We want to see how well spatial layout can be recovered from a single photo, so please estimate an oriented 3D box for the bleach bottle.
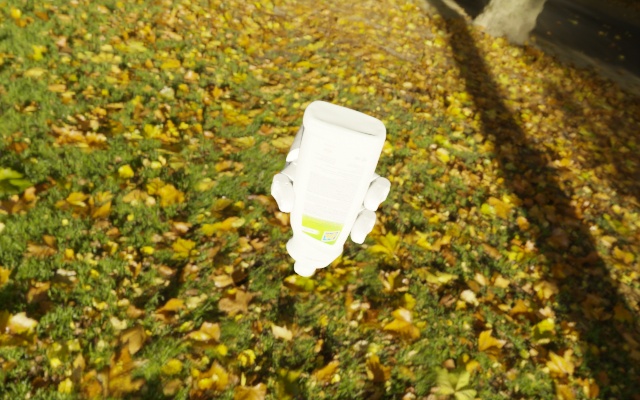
[{"bbox_3d":[0.000,0.002,0.628,0.102,0.251,0.068,17,36,-3],"label":"bleach bottle"}]
